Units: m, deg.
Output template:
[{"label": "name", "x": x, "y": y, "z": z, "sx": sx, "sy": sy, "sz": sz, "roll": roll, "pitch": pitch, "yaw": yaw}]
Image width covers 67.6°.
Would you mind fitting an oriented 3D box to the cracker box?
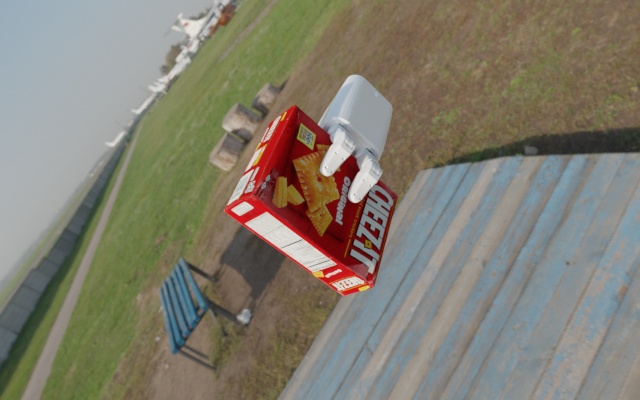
[{"label": "cracker box", "x": 0.000, "y": 0.002, "z": 0.647, "sx": 0.214, "sy": 0.164, "sz": 0.072, "roll": 38, "pitch": -38, "yaw": -23}]
